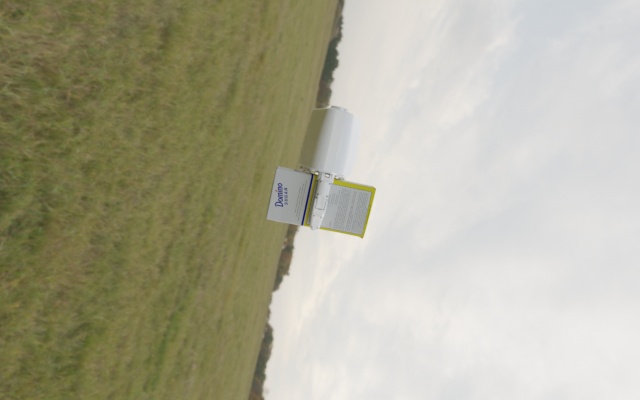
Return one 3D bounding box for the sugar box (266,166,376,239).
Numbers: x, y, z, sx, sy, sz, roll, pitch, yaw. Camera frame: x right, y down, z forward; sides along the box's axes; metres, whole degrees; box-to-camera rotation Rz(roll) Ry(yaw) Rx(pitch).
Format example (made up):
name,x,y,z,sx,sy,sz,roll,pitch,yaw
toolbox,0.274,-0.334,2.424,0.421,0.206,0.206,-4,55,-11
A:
name,x,y,z,sx,sy,sz,roll,pitch,yaw
sugar box,0.000,0.003,0.835,0.176,0.093,0.048,13,8,-3
